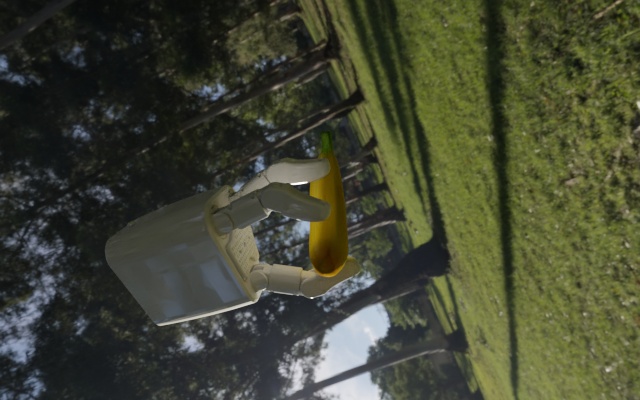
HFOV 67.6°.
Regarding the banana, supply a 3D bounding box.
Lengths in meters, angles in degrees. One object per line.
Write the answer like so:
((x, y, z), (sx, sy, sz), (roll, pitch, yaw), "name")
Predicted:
((0.005, 0.013, 0.468), (0.037, 0.070, 0.197), (-12, 40, 8), "banana")
